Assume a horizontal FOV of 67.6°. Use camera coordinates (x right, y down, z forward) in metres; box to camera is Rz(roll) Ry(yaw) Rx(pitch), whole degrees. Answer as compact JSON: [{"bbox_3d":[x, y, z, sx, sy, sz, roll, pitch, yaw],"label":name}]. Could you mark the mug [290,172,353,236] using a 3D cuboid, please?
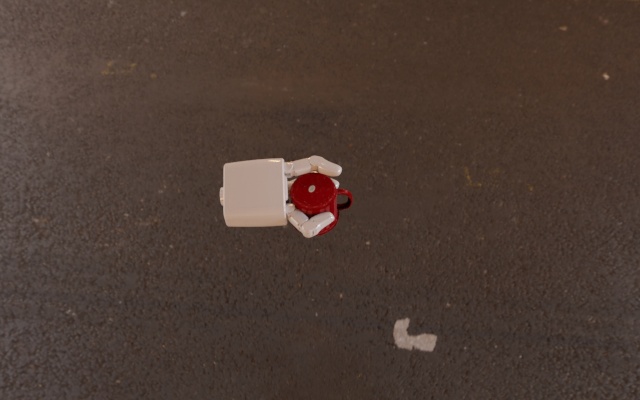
[{"bbox_3d":[0.002,0.003,0.857,0.117,0.093,0.082,-4,-35,-2],"label":"mug"}]
